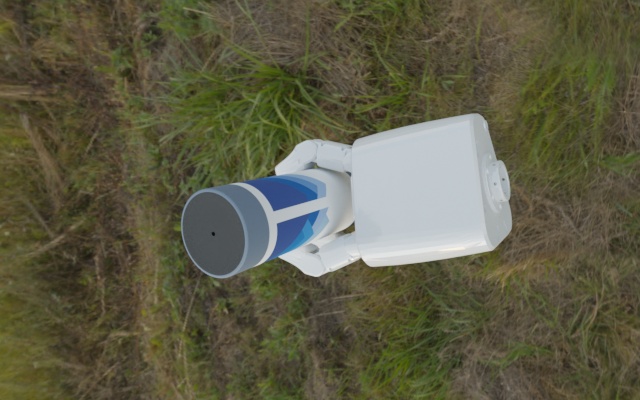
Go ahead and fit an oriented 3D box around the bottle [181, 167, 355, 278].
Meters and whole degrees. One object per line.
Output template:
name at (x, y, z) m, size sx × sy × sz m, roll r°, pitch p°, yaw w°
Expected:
bottle at (0.000, 0.002, 0.467) m, size 0.069 × 0.069 × 0.295 m, roll 0°, pitch 9°, yaw 32°
